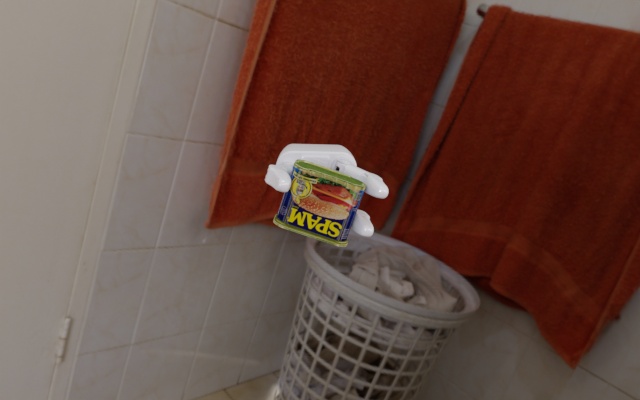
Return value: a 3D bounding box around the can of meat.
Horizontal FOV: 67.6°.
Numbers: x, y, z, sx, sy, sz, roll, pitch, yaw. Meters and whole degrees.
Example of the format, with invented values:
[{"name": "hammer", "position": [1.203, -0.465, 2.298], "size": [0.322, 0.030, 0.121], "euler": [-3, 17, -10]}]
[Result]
[{"name": "can of meat", "position": [0.000, 0.002, 0.622], "size": [0.102, 0.084, 0.057], "euler": [19, 13, -2]}]
